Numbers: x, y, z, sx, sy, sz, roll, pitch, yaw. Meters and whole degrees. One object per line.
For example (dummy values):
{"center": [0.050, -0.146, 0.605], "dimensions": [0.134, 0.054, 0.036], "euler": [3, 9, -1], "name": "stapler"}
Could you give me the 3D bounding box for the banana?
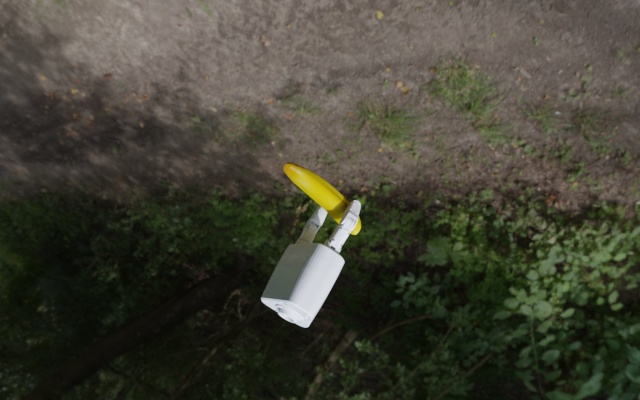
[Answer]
{"center": [0.015, 0.005, 0.809], "dimensions": [0.069, 0.037, 0.198], "euler": [1, -37, 48], "name": "banana"}
